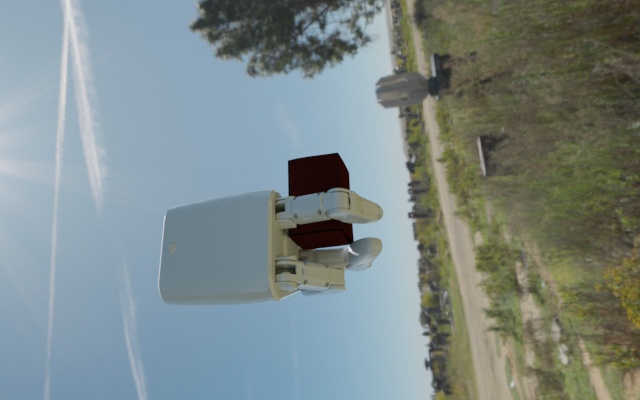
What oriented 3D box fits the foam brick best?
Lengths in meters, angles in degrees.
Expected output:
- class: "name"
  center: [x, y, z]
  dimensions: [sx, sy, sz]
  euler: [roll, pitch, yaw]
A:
- class: "foam brick"
  center: [0.000, 0.001, 0.456]
  dimensions: [0.051, 0.078, 0.053]
  euler: [-7, -22, 13]
